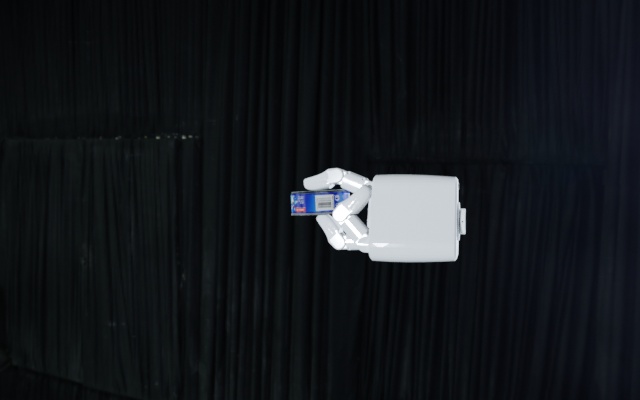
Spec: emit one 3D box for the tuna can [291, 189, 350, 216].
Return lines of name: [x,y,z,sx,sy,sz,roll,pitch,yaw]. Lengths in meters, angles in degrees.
tuna can: [0.000,0.002,0.684,0.086,0.034,0.086,-3,1,0]
